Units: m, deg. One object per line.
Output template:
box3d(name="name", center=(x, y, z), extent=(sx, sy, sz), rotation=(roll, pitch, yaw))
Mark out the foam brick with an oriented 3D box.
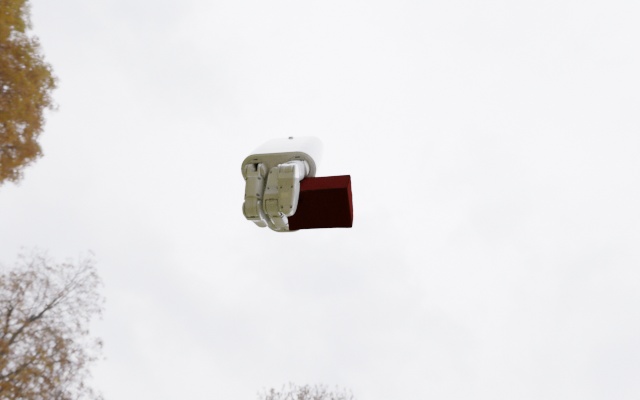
box3d(name="foam brick", center=(0.000, 0.002, 0.577), extent=(0.078, 0.053, 0.051), rotation=(-2, 20, 10))
